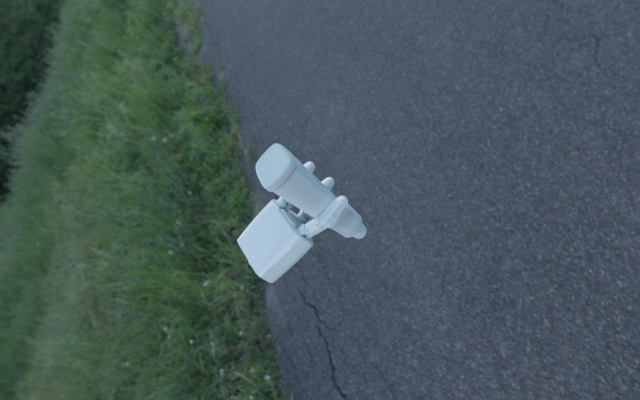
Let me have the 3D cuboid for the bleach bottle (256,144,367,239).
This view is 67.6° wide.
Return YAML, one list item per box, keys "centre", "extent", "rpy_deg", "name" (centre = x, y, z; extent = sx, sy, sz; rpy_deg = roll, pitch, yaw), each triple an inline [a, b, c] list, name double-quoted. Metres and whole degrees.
- centre: [0.000, 0.003, 0.851]
  extent: [0.251, 0.068, 0.102]
  rpy_deg: [38, 10, -34]
  name: "bleach bottle"
